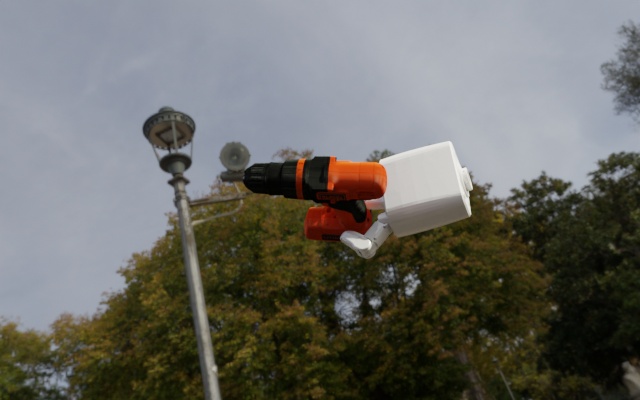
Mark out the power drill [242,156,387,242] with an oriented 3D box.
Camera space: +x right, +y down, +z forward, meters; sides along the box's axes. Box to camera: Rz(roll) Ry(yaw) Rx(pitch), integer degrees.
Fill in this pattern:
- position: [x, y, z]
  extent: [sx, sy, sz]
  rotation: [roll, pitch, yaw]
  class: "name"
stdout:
- position: [0.000, 0.002, 0.665]
  extent: [0.184, 0.057, 0.188]
  rotation: [3, -22, 10]
  class: "power drill"
